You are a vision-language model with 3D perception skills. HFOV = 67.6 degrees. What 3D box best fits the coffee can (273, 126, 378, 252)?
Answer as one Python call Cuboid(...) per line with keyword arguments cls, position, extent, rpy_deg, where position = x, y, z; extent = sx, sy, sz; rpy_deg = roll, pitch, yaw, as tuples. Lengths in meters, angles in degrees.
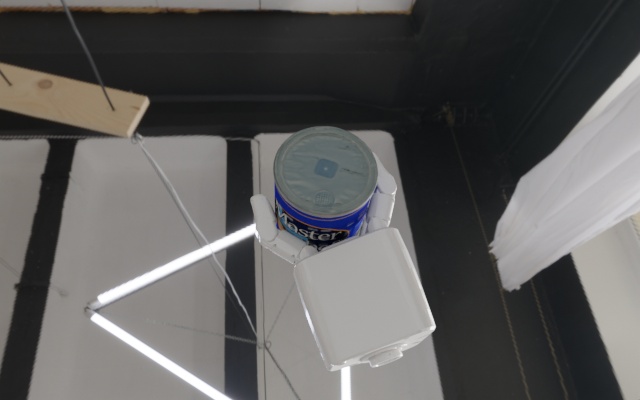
Cuboid(cls="coffee can", position=(0.000, 0.001, 0.523), extent=(0.103, 0.102, 0.140), rpy_deg=(0, -29, -5))
